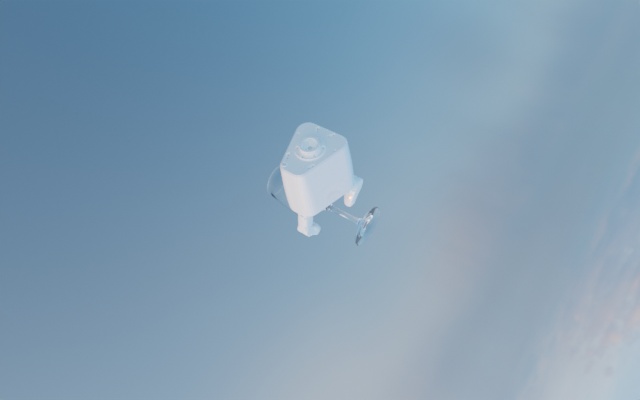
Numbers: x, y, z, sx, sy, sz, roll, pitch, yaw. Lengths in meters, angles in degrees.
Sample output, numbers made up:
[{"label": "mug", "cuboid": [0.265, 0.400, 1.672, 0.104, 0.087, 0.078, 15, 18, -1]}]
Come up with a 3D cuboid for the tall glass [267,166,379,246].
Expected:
[{"label": "tall glass", "cuboid": [0.001, 0.003, 0.852, 0.201, 0.079, 0.079, 27, 12, 25]}]
